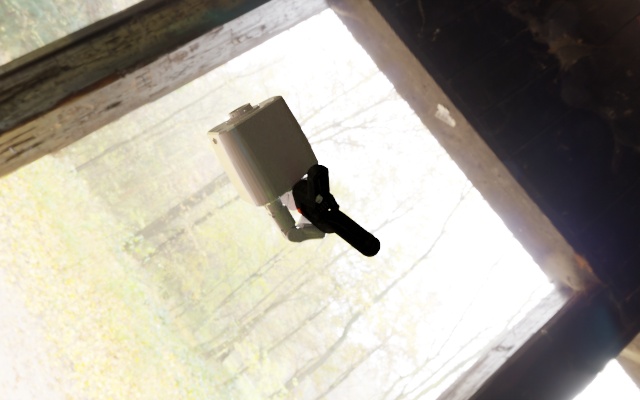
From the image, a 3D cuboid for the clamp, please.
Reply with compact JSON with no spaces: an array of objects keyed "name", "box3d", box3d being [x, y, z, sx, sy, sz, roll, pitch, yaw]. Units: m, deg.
[{"name":"clamp","box3d":[0.001,0.002,0.573,0.039,0.120,0.171,-34,21,-18]}]
